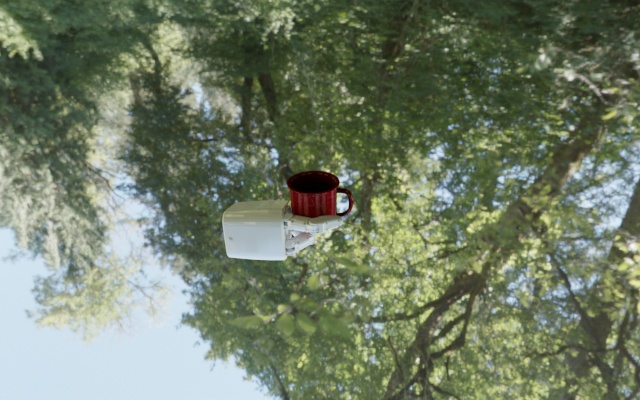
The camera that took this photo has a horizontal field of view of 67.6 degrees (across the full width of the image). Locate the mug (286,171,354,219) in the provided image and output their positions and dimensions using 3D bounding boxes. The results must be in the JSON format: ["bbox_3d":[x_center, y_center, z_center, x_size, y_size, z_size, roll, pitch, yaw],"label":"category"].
[{"bbox_3d":[0.002,0.003,0.849,0.117,0.081,0.093,1,29,5],"label":"mug"}]
